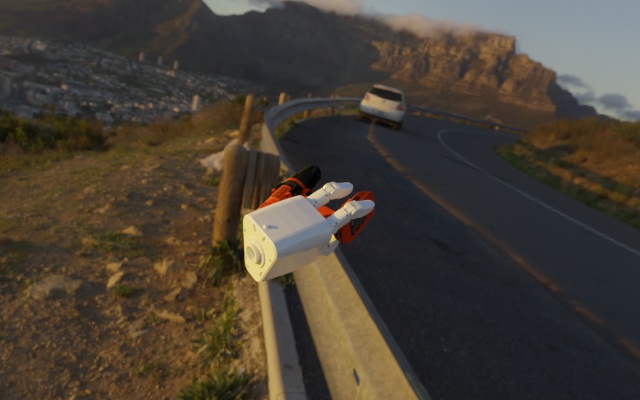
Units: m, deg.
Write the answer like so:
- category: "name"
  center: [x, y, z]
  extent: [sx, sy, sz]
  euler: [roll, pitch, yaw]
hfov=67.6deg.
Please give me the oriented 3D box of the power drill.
- category: "power drill"
  center: [0.000, 0.003, 0.868]
  extent: [0.187, 0.057, 0.184]
  euler: [12, 43, 32]
